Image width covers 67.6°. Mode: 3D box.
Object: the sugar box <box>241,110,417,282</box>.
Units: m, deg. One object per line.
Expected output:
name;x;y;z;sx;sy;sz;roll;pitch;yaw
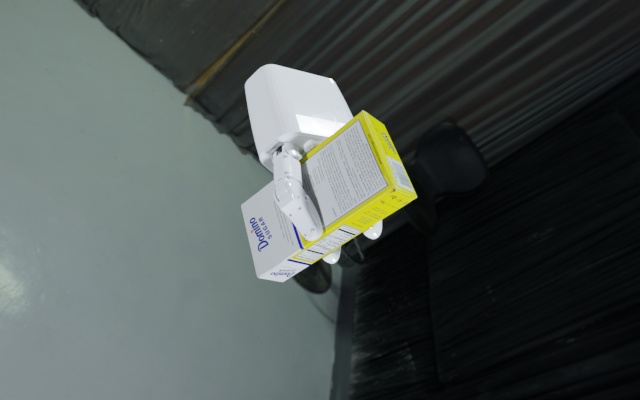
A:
sugar box;0.000;0.002;0.479;0.176;0.093;0.048;-36;-34;29
